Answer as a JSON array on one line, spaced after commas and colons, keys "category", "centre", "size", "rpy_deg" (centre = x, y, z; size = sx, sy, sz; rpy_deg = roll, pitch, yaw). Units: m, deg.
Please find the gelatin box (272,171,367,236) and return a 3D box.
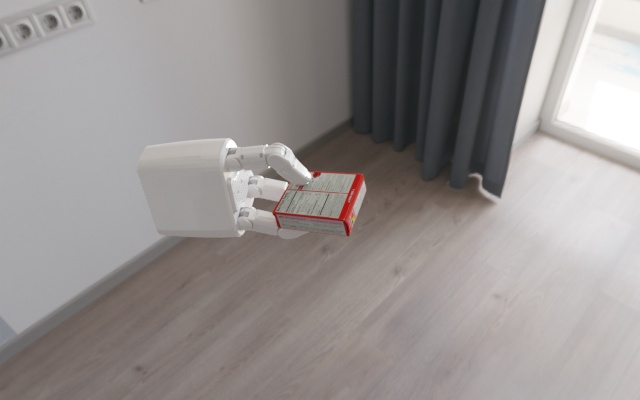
[{"category": "gelatin box", "centre": [0.000, 0.001, 0.545], "size": [0.089, 0.030, 0.073], "rpy_deg": [4, 46, 23]}]
